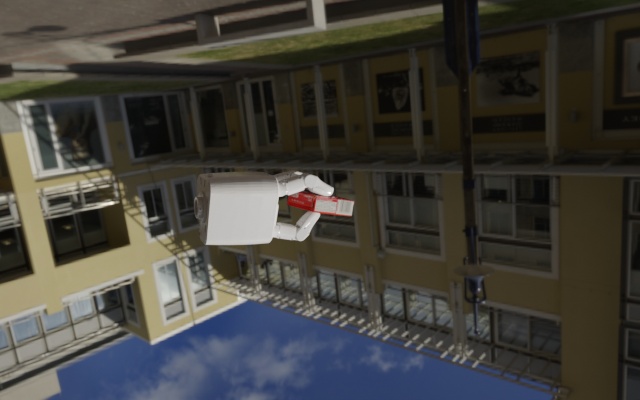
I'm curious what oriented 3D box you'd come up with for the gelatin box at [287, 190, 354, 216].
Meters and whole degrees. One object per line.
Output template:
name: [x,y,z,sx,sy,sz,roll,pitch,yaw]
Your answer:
gelatin box: [0.000,0.003,0.808,0.089,0.030,0.073,7,5,-39]
